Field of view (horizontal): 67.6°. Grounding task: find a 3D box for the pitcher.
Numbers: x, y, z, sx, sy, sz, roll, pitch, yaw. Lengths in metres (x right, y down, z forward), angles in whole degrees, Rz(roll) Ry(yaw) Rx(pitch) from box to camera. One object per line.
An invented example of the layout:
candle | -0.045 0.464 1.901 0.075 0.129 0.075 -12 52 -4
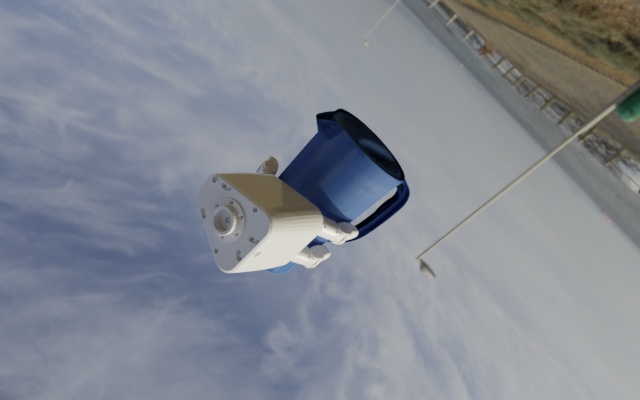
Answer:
pitcher | 0.000 0.002 0.692 0.243 0.149 0.145 -44 -17 22
